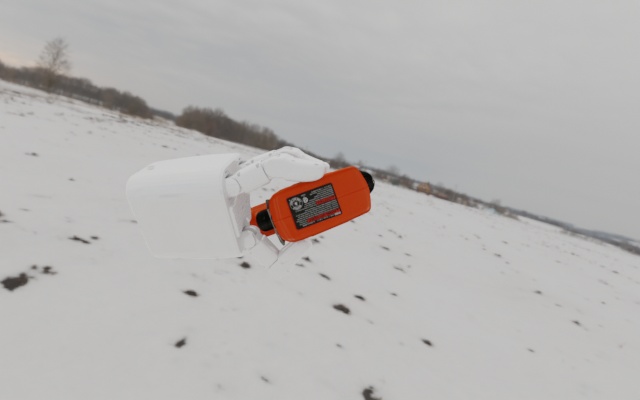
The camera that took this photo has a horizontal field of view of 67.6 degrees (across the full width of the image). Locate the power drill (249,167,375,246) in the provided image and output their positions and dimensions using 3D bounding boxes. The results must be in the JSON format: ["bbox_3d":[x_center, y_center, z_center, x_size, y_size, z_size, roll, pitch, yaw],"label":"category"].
[{"bbox_3d":[0.000,0.002,0.578,0.184,0.057,0.187,-22,1,-10],"label":"power drill"}]
